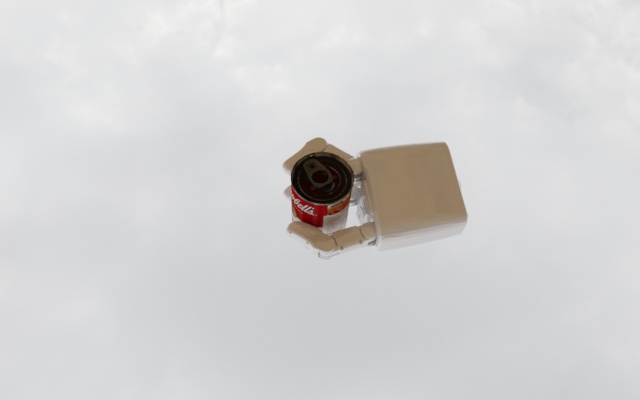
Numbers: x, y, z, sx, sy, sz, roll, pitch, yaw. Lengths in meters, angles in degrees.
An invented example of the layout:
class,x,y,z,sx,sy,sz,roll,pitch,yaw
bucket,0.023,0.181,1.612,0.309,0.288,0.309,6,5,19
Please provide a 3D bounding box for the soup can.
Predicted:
class,x,y,z,sx,sy,sz,roll,pitch,yaw
soup can,0.000,0.002,0.547,0.068,0.068,0.102,0,-32,-3
